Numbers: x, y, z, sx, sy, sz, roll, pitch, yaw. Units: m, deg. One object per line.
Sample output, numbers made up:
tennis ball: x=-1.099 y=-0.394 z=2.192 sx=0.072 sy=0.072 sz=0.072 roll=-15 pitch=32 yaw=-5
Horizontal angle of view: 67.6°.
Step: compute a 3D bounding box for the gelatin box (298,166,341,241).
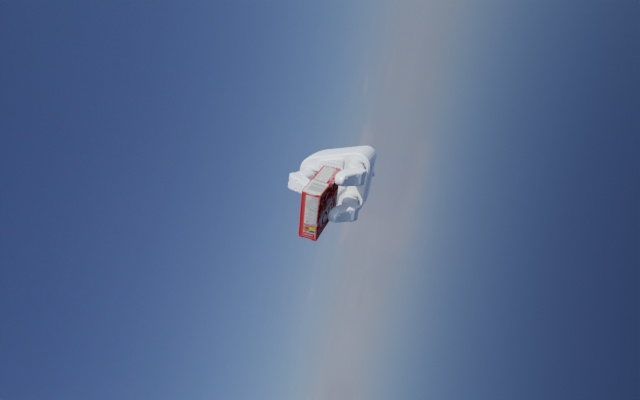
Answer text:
gelatin box: x=0.000 y=0.002 z=0.667 sx=0.030 sy=0.073 sz=0.089 roll=15 pitch=32 yaw=14
